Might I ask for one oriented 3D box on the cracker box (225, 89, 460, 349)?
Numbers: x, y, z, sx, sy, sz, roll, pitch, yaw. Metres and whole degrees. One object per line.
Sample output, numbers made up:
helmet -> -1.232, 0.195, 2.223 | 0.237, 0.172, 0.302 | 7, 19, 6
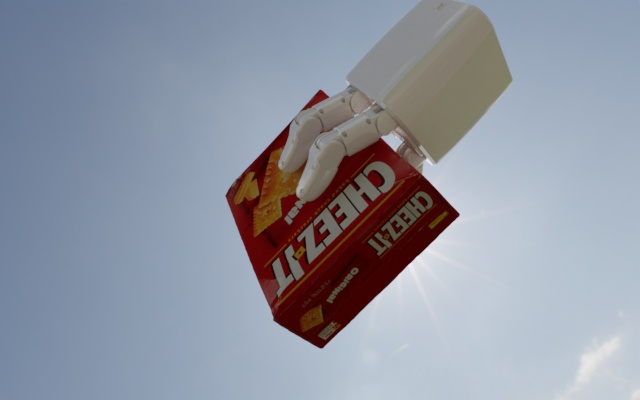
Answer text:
cracker box -> 0.000, 0.002, 0.459 | 0.072, 0.164, 0.213 | 38, 9, -35
